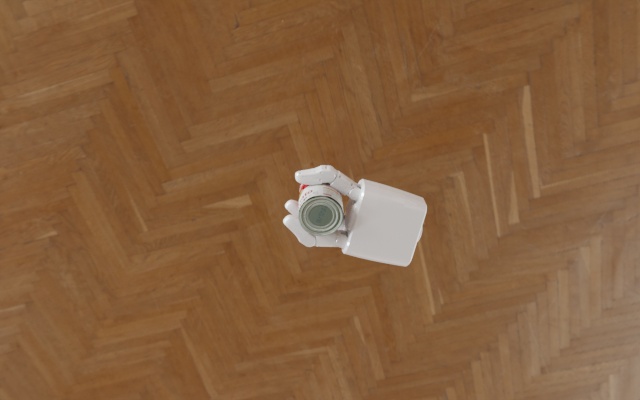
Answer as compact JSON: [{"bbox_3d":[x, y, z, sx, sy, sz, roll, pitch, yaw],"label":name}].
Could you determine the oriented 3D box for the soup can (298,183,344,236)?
[{"bbox_3d":[0.000,0.002,0.735,0.068,0.068,0.102,0,26,-1],"label":"soup can"}]
